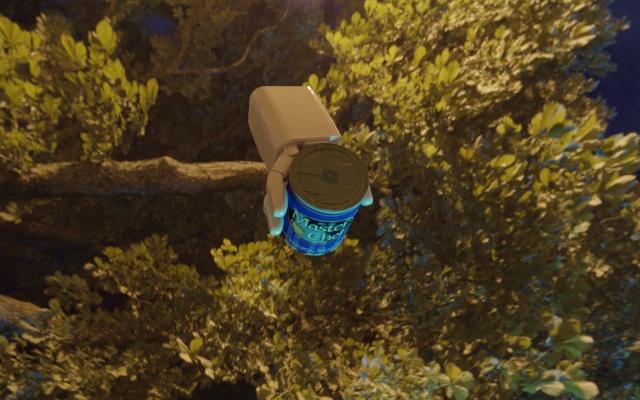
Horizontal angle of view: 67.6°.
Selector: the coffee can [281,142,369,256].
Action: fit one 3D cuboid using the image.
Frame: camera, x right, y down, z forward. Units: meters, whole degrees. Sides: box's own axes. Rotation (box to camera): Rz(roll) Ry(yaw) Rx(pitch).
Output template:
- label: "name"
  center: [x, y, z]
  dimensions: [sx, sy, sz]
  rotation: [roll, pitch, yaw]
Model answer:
- label: "coffee can"
  center: [0.000, 0.002, 0.659]
  dimensions: [0.103, 0.102, 0.140]
  rotation: [0, -29, -11]
